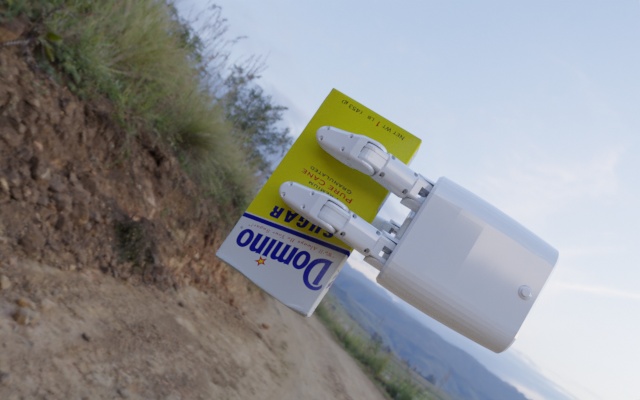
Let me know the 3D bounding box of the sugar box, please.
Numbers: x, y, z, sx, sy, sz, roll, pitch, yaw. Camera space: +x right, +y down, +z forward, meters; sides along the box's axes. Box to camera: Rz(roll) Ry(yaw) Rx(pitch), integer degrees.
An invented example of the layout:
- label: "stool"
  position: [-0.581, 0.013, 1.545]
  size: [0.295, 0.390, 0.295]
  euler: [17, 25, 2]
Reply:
- label: "sugar box"
  position: [0.000, 0.001, 0.409]
  size: [0.093, 0.176, 0.048]
  euler: [32, -11, 10]
